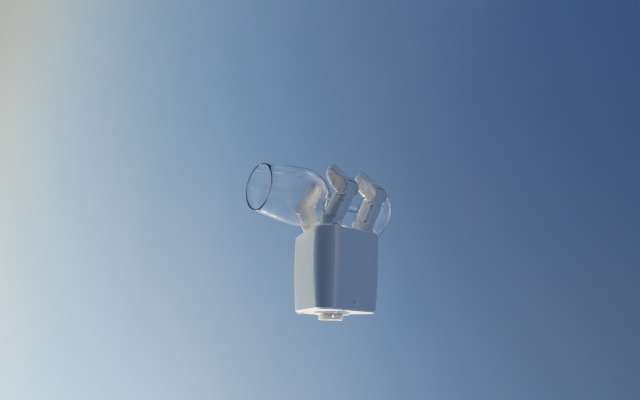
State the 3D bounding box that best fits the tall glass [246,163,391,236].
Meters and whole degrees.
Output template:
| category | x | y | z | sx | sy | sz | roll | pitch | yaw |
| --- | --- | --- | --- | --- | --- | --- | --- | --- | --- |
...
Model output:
| category | x | y | z | sx | sy | sz | roll | pitch | yaw |
| --- | --- | --- | --- | --- | --- | --- | --- | --- | --- |
| tall glass | 0.001 | 0.002 | 0.655 | 0.201 | 0.079 | 0.079 | 15 | -9 | -36 |
